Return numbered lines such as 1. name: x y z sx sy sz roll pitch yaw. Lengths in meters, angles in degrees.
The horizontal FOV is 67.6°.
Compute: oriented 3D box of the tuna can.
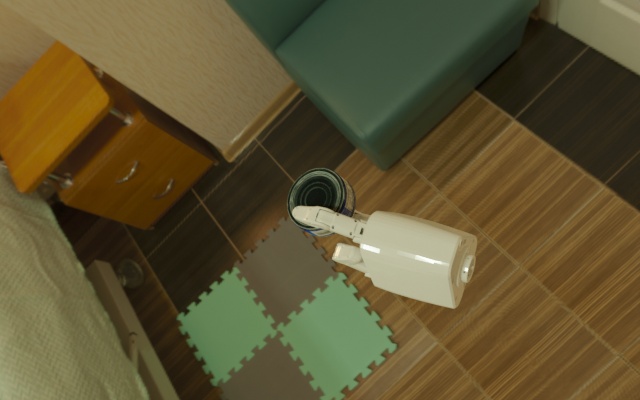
1. tuna can: 0.000 0.002 0.616 0.086 0.086 0.034 0 -18 29
